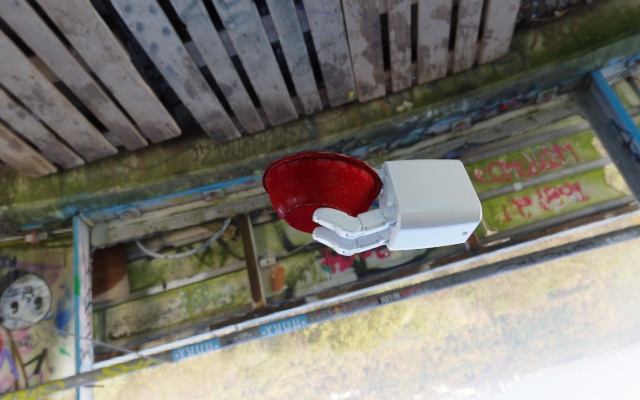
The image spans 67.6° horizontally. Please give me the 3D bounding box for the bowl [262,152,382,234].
[{"bbox_3d":[-0.001,0.003,0.632,0.162,0.055,0.162,3,-28,2],"label":"bowl"}]
